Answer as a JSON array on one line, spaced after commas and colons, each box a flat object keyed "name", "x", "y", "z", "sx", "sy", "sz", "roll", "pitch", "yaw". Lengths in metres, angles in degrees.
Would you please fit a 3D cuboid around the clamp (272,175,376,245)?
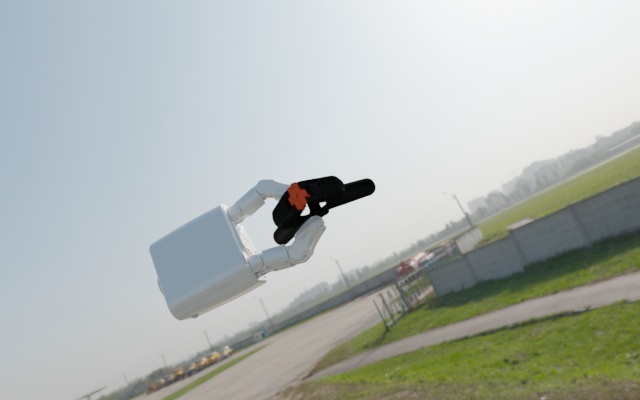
[{"name": "clamp", "x": -0.001, "y": 0.001, "z": 0.601, "sx": 0.164, "sy": 0.036, "sz": 0.210, "roll": -30, "pitch": -10, "yaw": -2}]
